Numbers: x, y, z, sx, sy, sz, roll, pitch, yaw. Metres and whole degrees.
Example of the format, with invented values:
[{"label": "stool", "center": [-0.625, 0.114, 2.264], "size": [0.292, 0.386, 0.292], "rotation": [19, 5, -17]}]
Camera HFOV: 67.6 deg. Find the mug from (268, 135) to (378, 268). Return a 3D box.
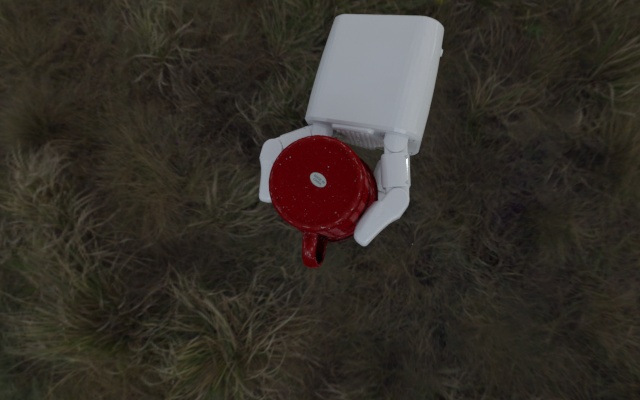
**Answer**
[{"label": "mug", "center": [0.000, 0.003, 0.425], "size": [0.093, 0.117, 0.081], "rotation": [11, -5, 12]}]
